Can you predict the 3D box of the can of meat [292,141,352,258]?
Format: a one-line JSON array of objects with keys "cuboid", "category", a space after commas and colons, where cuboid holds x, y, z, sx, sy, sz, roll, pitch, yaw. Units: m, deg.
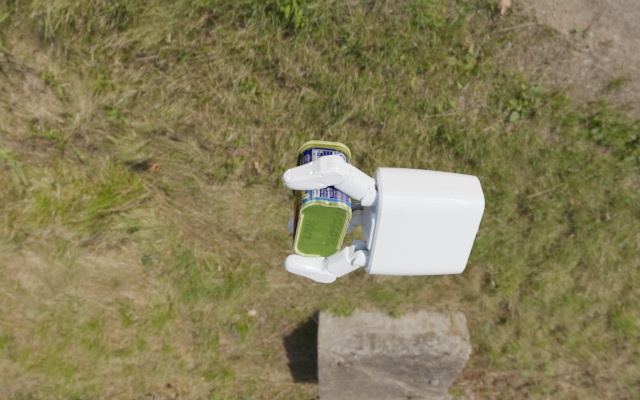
[{"cuboid": [0.000, 0.002, 0.514, 0.057, 0.083, 0.102, 5, -39, -7], "category": "can of meat"}]
